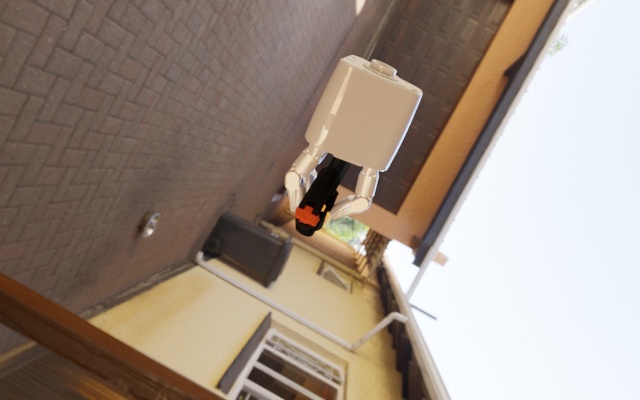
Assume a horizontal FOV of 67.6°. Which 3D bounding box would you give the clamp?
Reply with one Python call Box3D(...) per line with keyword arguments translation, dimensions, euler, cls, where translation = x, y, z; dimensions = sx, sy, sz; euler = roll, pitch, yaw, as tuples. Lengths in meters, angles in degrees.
Box3D(translation=(0.001, 0.002, 0.646), dimensions=(0.036, 0.165, 0.210), euler=(25, 24, 4), cls="clamp")
